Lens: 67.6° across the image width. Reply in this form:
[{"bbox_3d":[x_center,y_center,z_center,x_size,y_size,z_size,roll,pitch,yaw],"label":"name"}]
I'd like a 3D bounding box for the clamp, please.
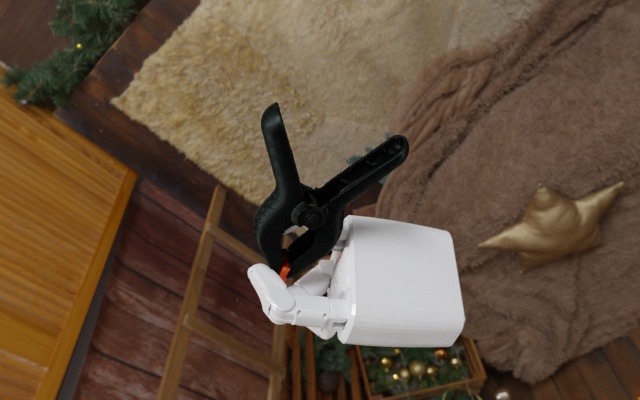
[{"bbox_3d":[0.000,0.002,0.405,0.120,0.172,0.039,8,39,-10],"label":"clamp"}]
